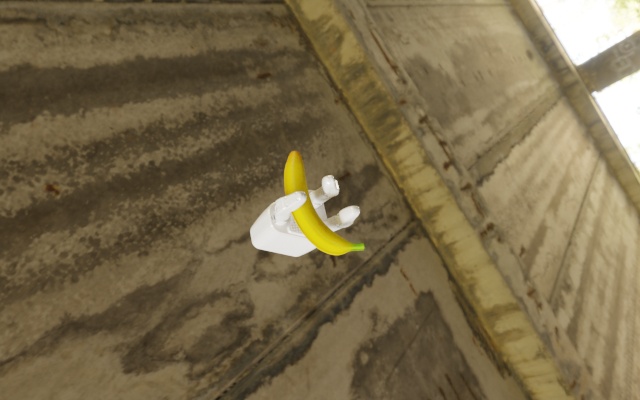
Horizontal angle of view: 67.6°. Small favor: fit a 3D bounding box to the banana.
[{"bbox_3d":[-0.013,0.015,0.762,0.069,0.198,0.037,-32,-9,-18],"label":"banana"}]
